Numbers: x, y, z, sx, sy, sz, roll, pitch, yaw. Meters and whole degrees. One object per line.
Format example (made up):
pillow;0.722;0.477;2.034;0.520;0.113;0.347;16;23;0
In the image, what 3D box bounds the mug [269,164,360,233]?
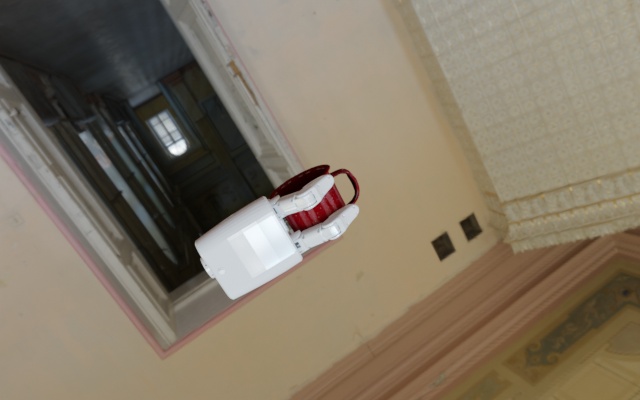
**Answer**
mug;0.001;0.002;0.658;0.117;0.081;0.093;-30;16;-6
